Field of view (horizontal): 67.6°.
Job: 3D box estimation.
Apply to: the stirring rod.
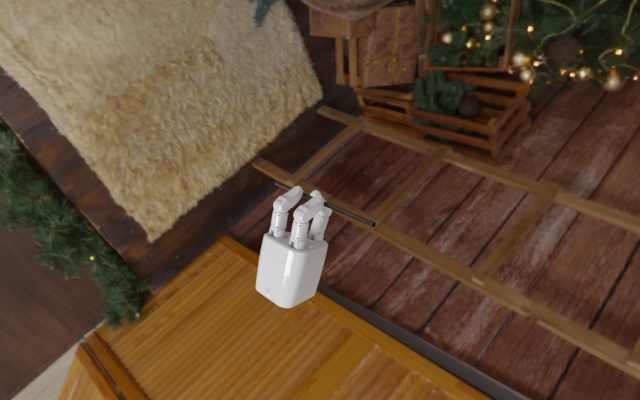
[{"bbox_3d":[0.000,0.003,0.816,0.011,0.011,0.239,0,17,-46],"label":"stirring rod"}]
